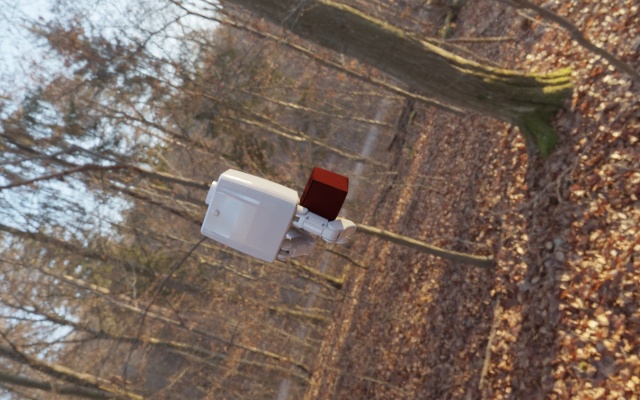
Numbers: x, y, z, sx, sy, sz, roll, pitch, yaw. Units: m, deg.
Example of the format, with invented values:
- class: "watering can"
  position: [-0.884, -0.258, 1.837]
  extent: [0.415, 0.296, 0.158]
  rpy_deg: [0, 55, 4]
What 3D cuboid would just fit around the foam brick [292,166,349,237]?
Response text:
- class: "foam brick"
  position: [0.000, 0.002, 0.652]
  extent: [0.051, 0.078, 0.053]
  rpy_deg: [22, 23, -6]
